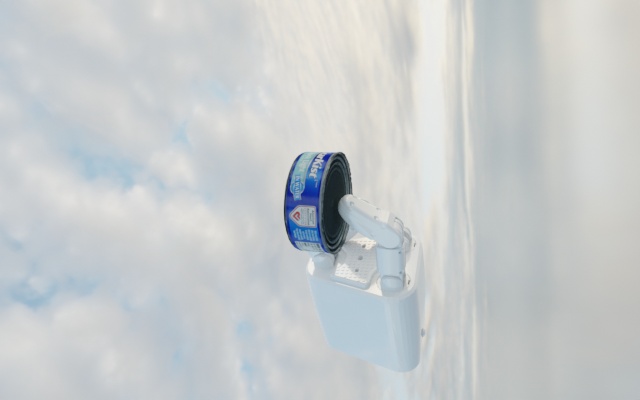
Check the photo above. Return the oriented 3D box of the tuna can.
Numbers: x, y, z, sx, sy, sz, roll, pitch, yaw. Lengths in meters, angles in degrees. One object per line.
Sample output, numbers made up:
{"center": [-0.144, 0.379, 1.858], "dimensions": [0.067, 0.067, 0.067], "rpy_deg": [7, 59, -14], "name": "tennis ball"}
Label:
{"center": [0.000, 0.001, 0.402], "dimensions": [0.034, 0.086, 0.086], "rpy_deg": [4, 1, 19], "name": "tuna can"}
